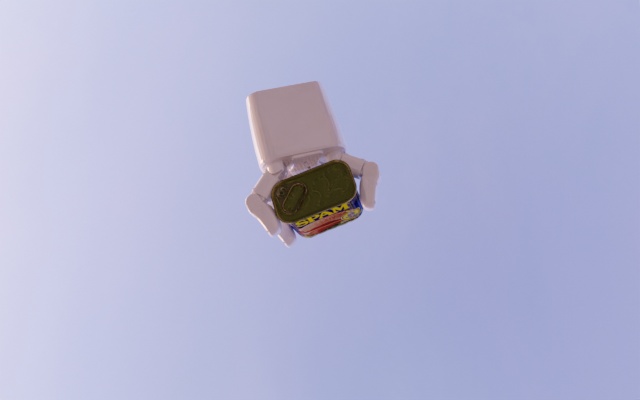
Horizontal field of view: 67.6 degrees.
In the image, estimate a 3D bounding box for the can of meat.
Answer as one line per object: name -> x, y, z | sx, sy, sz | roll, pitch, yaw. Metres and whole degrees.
can of meat -> 0.000, 0.002, 0.600 | 0.102, 0.057, 0.084 | -21, -22, 6
